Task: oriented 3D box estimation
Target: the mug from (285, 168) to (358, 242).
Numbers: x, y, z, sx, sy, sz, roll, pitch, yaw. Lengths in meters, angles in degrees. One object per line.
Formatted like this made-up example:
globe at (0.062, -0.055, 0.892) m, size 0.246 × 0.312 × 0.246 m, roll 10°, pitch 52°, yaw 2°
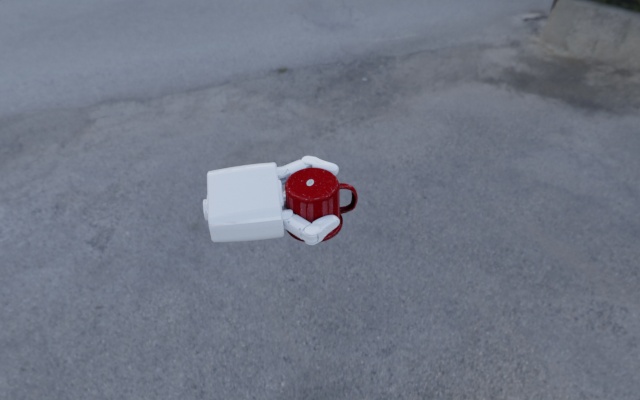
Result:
mug at (0.002, 0.002, 0.732) m, size 0.117 × 0.082 × 0.093 m, roll -7°, pitch 41°, yaw -7°
